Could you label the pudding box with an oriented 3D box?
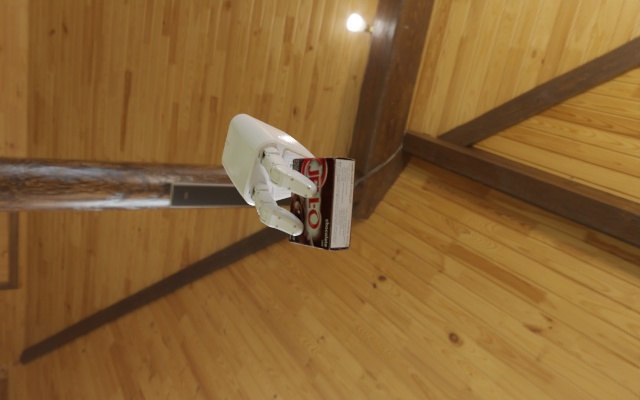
[{"bbox_3d":[0.000,0.002,0.599,0.039,0.113,0.090,0,3,-35],"label":"pudding box"}]
